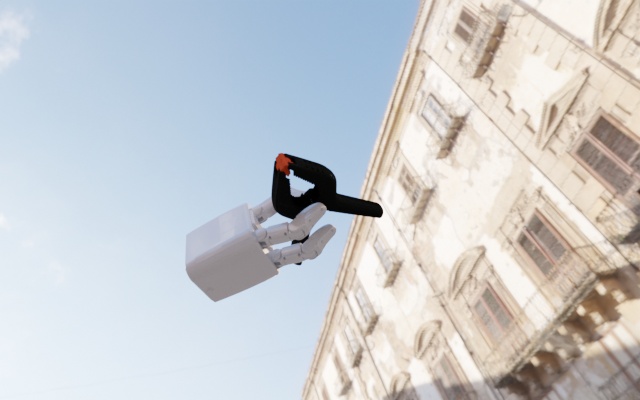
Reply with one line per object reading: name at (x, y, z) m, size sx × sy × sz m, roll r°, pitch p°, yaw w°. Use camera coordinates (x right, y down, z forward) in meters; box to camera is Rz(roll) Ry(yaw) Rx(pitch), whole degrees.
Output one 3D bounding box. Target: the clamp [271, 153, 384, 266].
clamp at (-0.001, 0.001, 0.683) m, size 0.164 × 0.036 × 0.210 m, roll -27°, pitch -42°, yaw -1°
